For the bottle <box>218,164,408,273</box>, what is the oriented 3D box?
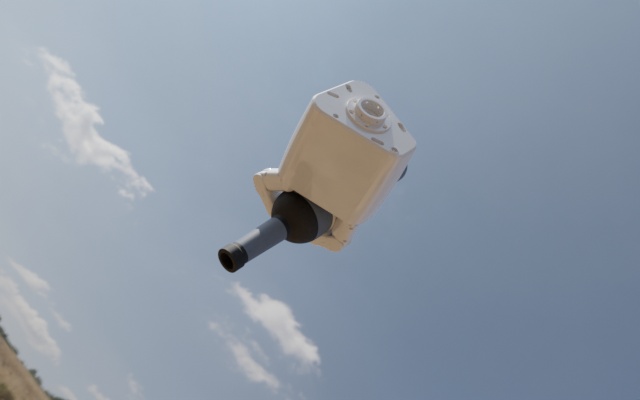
[{"bbox_3d":[0.000,0.002,0.570,0.069,0.069,0.295,0,23,44],"label":"bottle"}]
